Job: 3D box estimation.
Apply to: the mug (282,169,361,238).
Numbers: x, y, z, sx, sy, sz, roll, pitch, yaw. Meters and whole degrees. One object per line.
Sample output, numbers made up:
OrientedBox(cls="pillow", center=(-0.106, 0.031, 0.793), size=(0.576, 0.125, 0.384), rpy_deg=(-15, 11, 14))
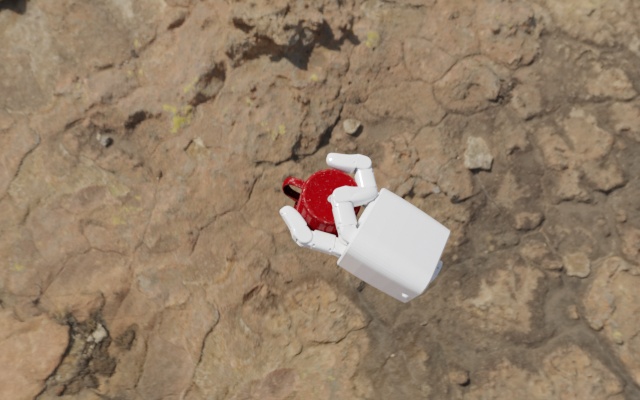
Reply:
OrientedBox(cls="mug", center=(-0.001, 0.001, 0.661), size=(0.117, 0.093, 0.081), rpy_deg=(31, -23, 5))
